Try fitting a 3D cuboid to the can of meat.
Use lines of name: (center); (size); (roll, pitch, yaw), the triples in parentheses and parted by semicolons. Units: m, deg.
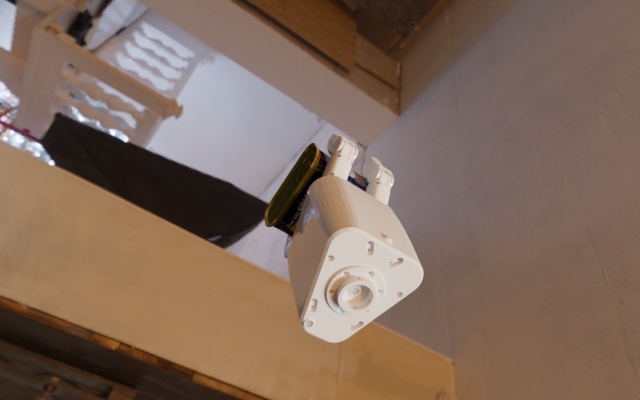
can of meat: (0.000, 0.002, 0.531); (0.084, 0.102, 0.057); (30, 13, -19)
